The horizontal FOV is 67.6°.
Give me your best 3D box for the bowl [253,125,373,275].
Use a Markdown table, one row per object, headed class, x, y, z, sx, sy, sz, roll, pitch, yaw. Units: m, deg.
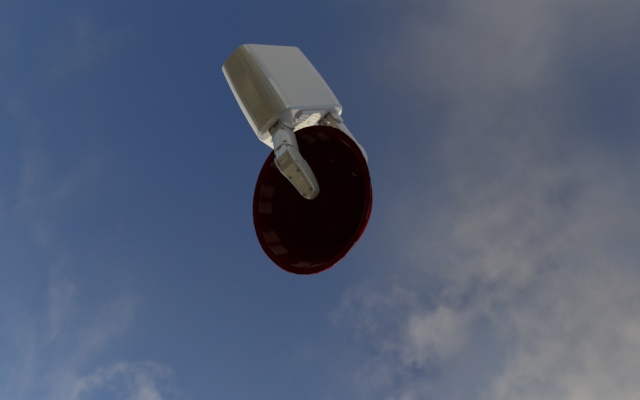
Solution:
| class | x | y | z | sx | sy | sz | roll | pitch | yaw |
| --- | --- | --- | --- | --- | --- | --- | --- | --- | --- |
| bowl | 0.001 | 0.003 | 0.528 | 0.162 | 0.162 | 0.055 | 0 | -9 | 38 |
